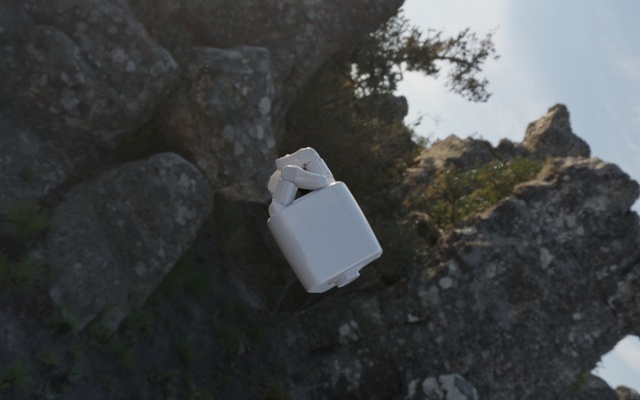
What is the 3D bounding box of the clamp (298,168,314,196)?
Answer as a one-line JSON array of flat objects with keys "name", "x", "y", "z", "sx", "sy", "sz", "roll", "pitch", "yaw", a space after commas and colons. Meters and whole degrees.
[{"name": "clamp", "x": 0.001, "y": 0.002, "z": 0.721, "sx": 0.039, "sy": 0.120, "sz": 0.171, "roll": -33, "pitch": -17, "yaw": 7}]
